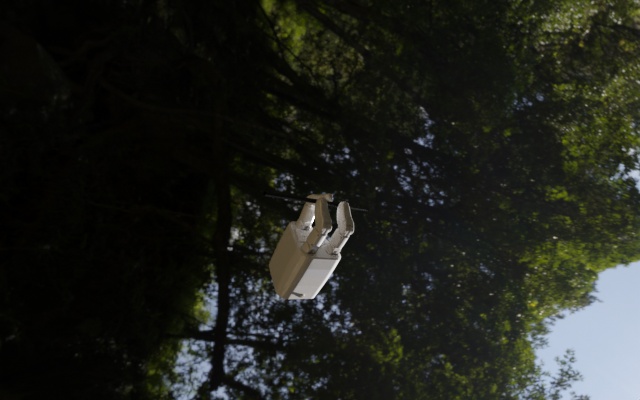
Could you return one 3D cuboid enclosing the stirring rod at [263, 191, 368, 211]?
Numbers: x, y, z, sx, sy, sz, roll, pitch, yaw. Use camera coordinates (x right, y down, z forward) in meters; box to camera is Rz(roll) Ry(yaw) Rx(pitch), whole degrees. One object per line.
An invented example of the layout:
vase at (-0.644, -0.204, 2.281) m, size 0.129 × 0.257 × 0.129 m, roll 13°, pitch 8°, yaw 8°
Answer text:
stirring rod at (0.000, 0.003, 0.844) m, size 0.239 × 0.011 × 0.011 m, roll 9°, pitch -6°, yaw -41°
